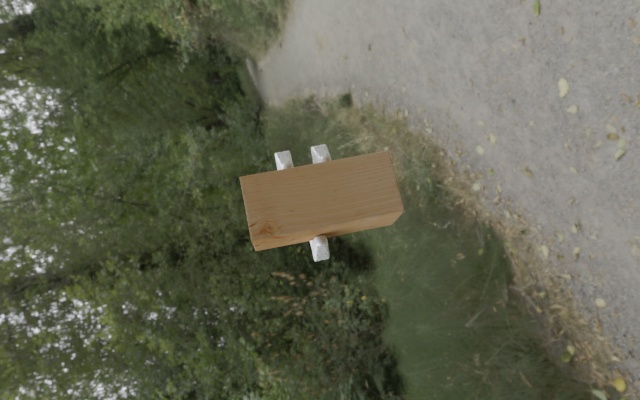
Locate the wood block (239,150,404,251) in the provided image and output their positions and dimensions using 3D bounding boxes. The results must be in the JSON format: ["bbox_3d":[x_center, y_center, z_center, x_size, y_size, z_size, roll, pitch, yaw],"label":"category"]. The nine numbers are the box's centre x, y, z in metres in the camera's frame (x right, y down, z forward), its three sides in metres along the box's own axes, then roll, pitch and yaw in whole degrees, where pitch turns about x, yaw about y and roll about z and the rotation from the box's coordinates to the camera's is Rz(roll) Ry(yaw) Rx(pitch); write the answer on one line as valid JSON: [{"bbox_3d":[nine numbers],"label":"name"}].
[{"bbox_3d":[0.000,0.003,0.672,0.206,0.090,0.090,-11,-15,-7],"label":"wood block"}]
